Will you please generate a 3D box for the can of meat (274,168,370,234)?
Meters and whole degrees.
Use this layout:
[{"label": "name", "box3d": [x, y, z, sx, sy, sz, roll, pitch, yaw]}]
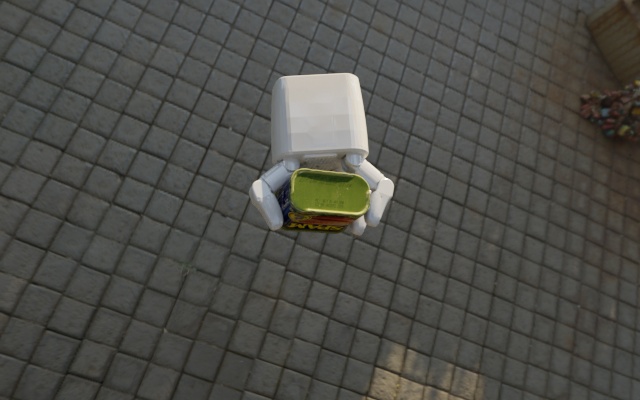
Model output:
[{"label": "can of meat", "box3d": [0.000, 0.002, 0.574, 0.102, 0.057, 0.084, 5, -17, -17]}]
